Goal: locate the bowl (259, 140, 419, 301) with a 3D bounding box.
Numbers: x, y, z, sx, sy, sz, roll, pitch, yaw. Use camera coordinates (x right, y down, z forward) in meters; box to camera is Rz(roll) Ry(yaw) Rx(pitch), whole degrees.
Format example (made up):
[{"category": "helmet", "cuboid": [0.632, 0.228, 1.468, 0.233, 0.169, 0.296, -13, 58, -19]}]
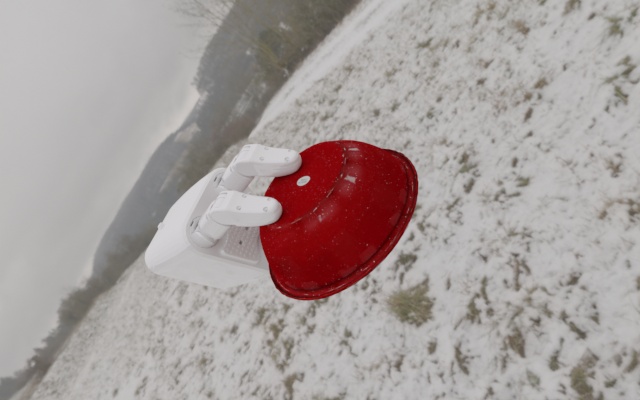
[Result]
[{"category": "bowl", "cuboid": [0.001, 0.001, 0.407, 0.162, 0.162, 0.055, 0, -37, 49]}]
